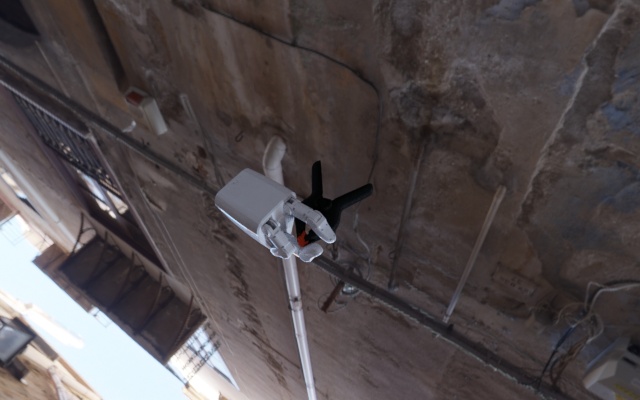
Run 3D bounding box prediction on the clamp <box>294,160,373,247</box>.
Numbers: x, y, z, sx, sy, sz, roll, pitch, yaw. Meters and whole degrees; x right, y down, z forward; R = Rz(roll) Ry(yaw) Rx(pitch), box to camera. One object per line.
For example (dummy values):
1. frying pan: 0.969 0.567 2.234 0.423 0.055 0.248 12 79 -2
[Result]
1. clamp: 0.000 0.003 0.839 0.120 0.171 0.039 30 -31 24
